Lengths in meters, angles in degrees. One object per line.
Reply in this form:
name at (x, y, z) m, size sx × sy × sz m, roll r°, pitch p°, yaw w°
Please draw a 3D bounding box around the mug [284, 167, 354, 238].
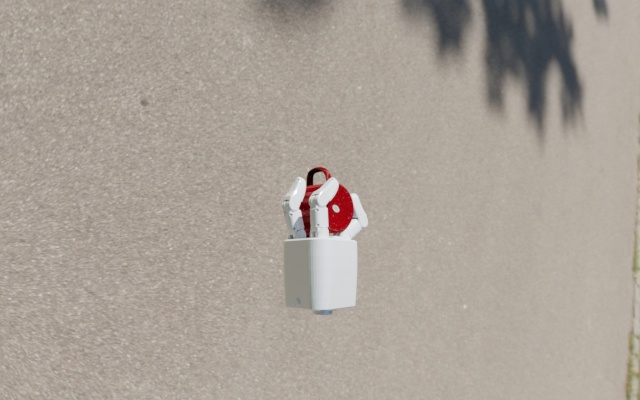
mug at (0.000, 0.001, 0.788) m, size 0.093 × 0.117 × 0.081 m, roll 6°, pitch -9°, yaw -42°
